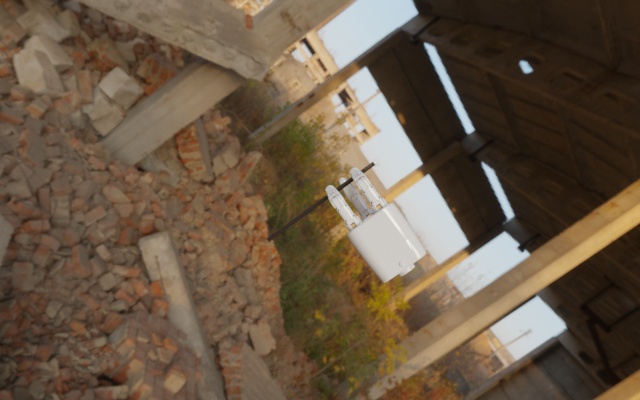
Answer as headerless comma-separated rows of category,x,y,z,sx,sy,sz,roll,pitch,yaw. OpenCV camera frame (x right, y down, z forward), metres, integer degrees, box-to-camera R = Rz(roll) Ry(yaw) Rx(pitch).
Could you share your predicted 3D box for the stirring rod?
stirring rod,0.000,0.003,0.876,0.239,0.011,0.011,-36,-3,4
